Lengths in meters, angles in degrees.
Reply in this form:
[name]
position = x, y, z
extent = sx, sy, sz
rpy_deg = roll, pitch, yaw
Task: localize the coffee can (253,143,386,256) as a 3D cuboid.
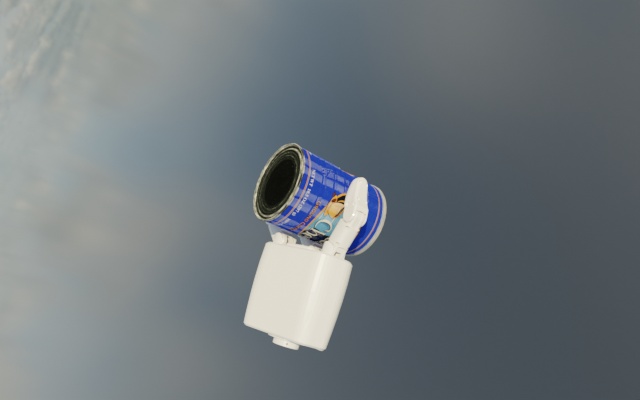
[coffee can]
position = 0.000, 0.002, 0.615
extent = 0.140, 0.102, 0.103
rpy_deg = 26, -15, -33
